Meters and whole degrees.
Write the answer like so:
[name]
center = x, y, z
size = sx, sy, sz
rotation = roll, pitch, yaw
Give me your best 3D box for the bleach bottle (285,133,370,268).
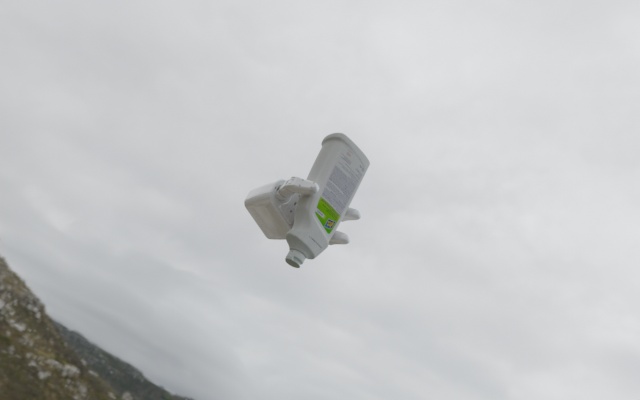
[bleach bottle]
center = 0.000, 0.003, 0.853
size = 0.102, 0.250, 0.068
rotation = 42, -31, -25
